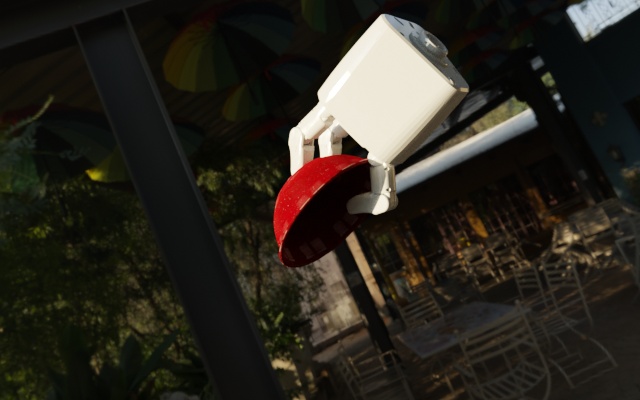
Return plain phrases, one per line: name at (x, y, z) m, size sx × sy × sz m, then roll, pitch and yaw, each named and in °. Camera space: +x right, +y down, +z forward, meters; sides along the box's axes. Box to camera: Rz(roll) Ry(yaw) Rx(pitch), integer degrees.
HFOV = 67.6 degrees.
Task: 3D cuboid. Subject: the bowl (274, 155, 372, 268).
bowl at (-0.001, 0.003, 0.558) m, size 0.055 × 0.162 × 0.162 m, roll 43°, pitch 21°, yaw 25°
